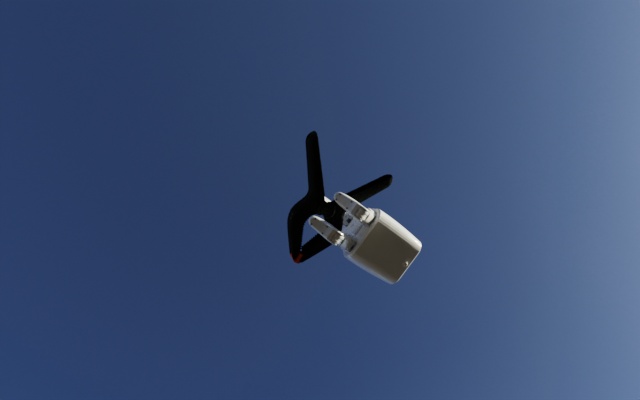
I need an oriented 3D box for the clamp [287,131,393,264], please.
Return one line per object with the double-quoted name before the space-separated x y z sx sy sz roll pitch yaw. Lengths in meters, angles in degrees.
"clamp" 0.000 0.003 0.780 0.164 0.210 0.036 35 3 -19
